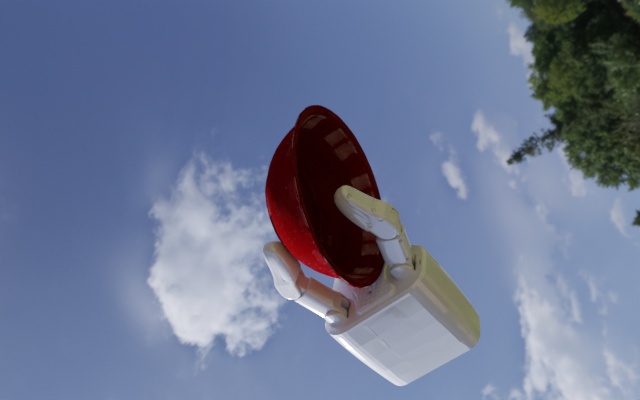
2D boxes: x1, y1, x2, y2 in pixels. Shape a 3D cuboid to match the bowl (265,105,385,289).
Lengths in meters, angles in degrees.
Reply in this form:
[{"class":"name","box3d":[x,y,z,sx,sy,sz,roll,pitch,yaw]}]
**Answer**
[{"class":"bowl","box3d":[-0.001,0.000,0.422,0.055,0.162,0.162,-17,-8,27]}]
